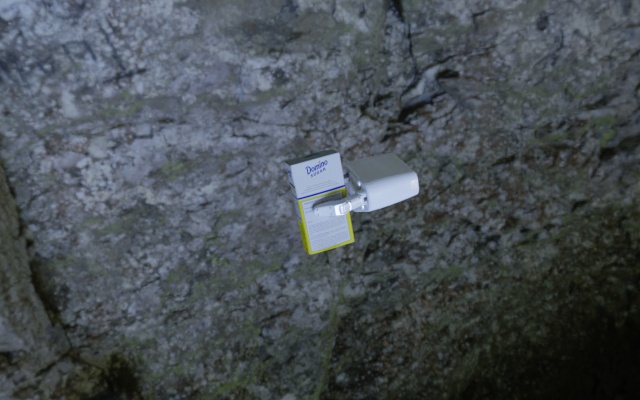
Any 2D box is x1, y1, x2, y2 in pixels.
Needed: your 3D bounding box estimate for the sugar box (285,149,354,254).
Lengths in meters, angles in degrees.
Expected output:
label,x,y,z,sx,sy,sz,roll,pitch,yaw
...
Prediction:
label,x,y,z,sx,sy,sz,roll,pitch,yaw
sugar box,0.000,0.003,0.866,0.093,0.176,0.048,-16,19,-15
